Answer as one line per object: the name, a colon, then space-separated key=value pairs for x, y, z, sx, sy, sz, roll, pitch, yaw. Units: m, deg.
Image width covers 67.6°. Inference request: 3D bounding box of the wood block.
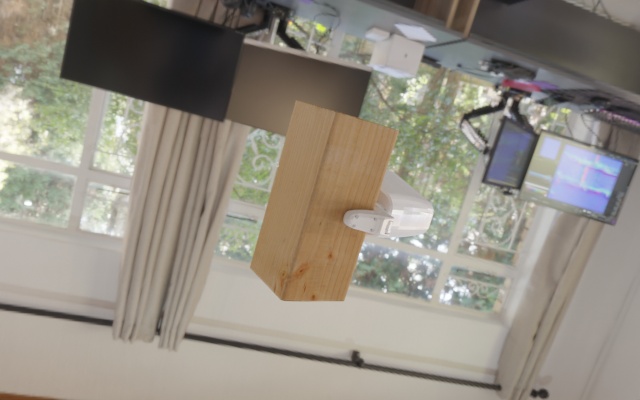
wood block: x=0.001 y=0.002 z=0.546 sx=0.090 sy=0.206 sz=0.090 roll=9 pitch=12 yaw=-35
